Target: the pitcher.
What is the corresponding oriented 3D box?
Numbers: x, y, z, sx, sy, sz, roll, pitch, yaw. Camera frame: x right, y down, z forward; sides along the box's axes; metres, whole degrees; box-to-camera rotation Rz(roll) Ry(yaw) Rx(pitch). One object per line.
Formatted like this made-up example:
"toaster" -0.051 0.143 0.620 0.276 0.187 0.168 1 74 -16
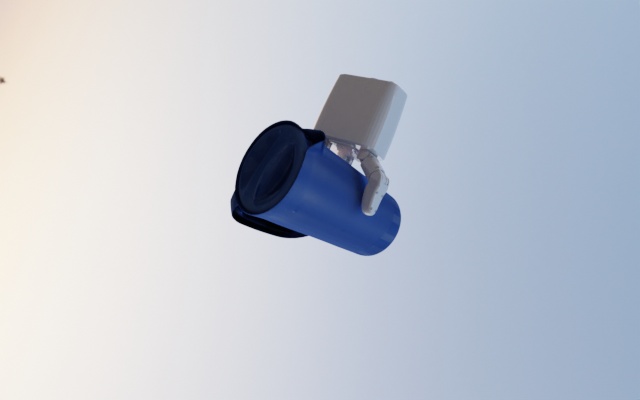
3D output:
"pitcher" 0.000 0.002 0.692 0.243 0.145 0.149 29 -10 -41
